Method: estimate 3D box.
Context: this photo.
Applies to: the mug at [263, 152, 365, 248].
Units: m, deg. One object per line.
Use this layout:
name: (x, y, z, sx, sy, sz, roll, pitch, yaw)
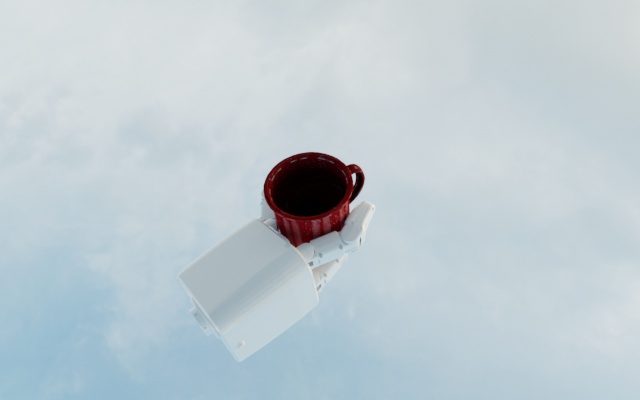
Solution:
mug: (0.001, 0.001, 0.525, 0.117, 0.082, 0.093, -34, 56, -19)
